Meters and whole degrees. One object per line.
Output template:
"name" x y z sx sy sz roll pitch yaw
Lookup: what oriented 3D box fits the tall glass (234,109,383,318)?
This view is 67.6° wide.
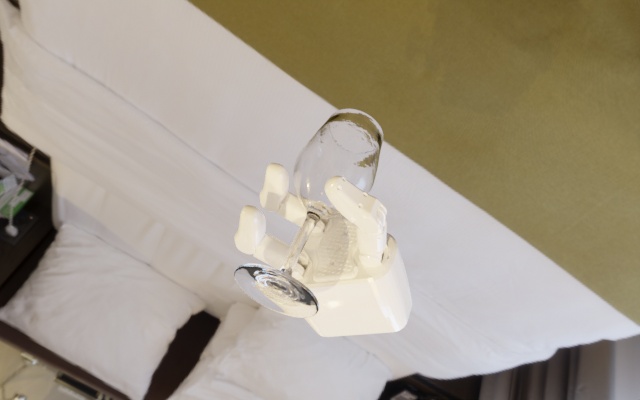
"tall glass" 0.000 0.002 0.439 0.079 0.201 0.079 17 -36 13
